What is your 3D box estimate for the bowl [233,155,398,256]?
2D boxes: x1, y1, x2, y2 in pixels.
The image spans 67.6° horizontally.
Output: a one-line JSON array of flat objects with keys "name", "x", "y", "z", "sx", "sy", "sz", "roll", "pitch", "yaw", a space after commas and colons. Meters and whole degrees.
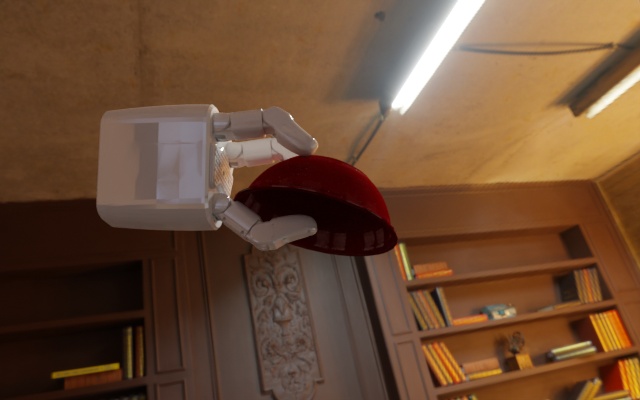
[{"name": "bowl", "x": 0.001, "y": 0.002, "z": 0.468, "sx": 0.162, "sy": 0.055, "sz": 0.162, "roll": 13, "pitch": -23, "yaw": 5}]
